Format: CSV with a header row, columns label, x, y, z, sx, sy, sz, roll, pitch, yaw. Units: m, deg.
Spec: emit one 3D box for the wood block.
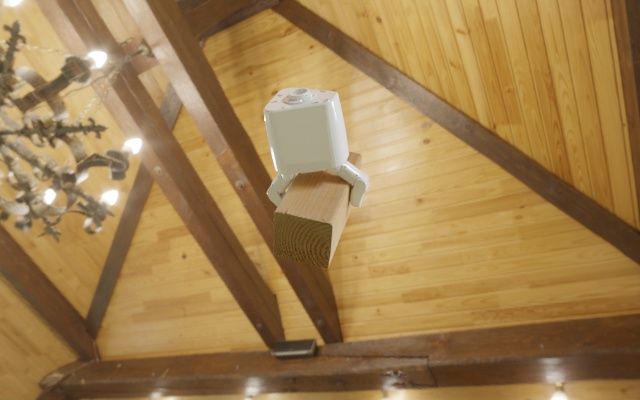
label,x,y,z,sx,sy,sz,roll,pitch,yaw
wood block,0.000,0.002,0.783,0.091,0.090,0.206,13,37,11
